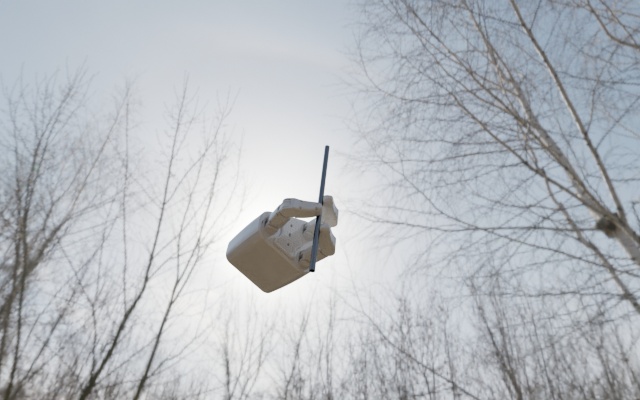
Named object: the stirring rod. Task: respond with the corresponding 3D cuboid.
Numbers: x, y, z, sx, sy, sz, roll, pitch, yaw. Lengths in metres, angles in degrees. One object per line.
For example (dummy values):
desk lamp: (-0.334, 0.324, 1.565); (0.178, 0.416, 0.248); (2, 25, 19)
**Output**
stirring rod: (0.000, 0.002, 0.706); (0.011, 0.239, 0.011); (4, -41, 3)
